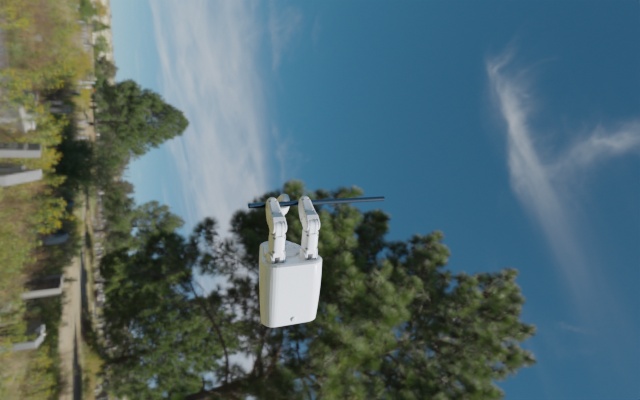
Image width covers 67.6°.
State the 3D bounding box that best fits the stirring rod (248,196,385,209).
[{"bbox_3d":[0.000,0.003,0.776,0.239,0.011,0.011,-3,1,-25],"label":"stirring rod"}]
